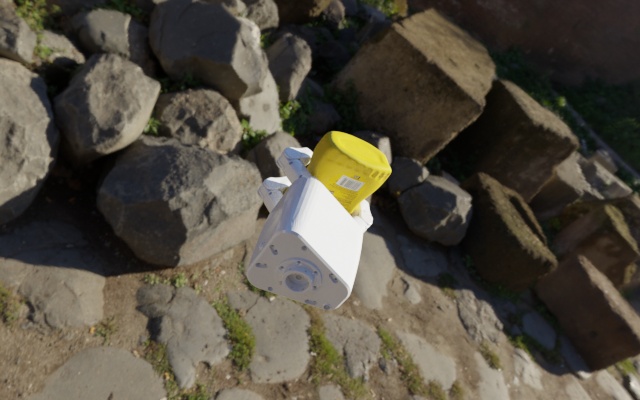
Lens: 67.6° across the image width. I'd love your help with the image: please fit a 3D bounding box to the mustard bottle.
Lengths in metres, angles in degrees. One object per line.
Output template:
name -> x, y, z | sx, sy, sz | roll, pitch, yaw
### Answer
mustard bottle -> 0.000, 0.002, 0.629 | 0.096, 0.058, 0.192 | 18, -53, -30
